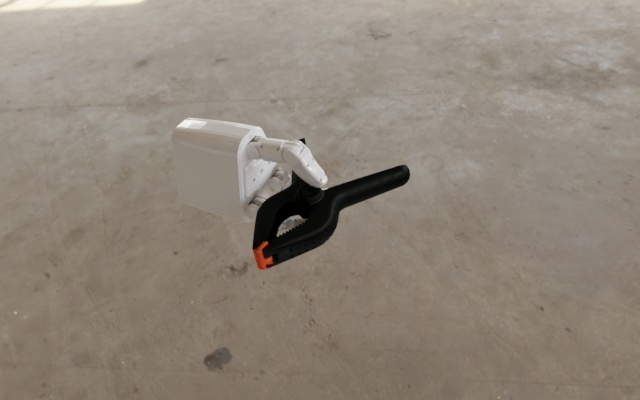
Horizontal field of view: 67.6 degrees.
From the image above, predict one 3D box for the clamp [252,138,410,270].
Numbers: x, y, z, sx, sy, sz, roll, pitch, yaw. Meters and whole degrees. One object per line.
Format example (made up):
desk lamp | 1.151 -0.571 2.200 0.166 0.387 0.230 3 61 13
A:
clamp | 0.000 0.001 0.552 0.164 0.036 0.210 12 45 24
